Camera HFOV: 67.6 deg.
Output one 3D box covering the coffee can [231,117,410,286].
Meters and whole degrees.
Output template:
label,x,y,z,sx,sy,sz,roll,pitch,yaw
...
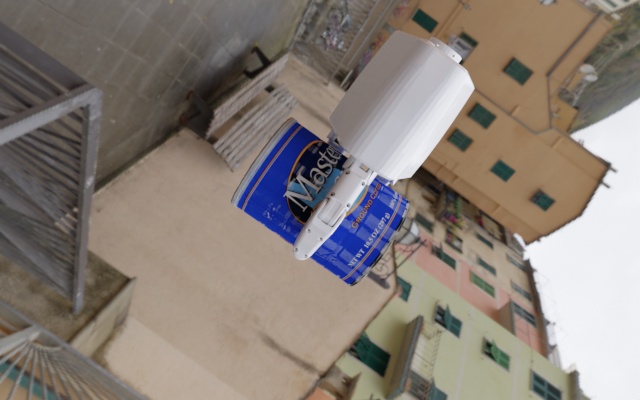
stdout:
label,x,y,z,sx,sy,sz,roll,pitch,yaw
coffee can,0.000,0.002,0.465,0.140,0.103,0.103,35,-2,-3
